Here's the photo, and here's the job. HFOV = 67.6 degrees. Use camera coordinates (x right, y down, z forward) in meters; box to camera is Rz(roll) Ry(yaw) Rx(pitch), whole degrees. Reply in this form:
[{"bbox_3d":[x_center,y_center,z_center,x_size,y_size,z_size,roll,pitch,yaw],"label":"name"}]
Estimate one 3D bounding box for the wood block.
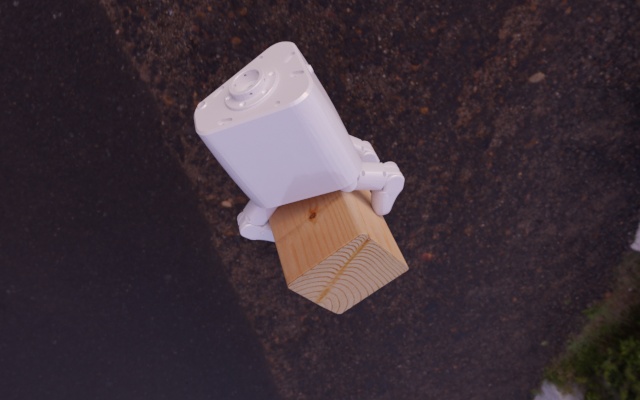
[{"bbox_3d":[0.000,0.002,0.514,0.091,0.206,0.090,-37,-45,16],"label":"wood block"}]
